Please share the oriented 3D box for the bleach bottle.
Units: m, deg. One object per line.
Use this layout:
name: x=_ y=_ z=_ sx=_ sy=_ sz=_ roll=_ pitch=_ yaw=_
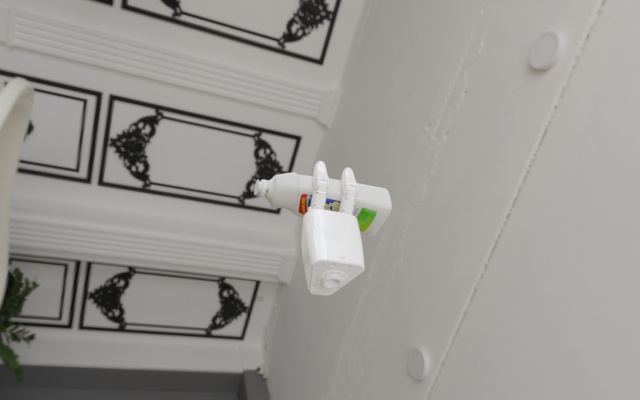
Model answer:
bleach bottle: x=0.000 y=0.003 z=0.888 sx=0.251 sy=0.068 sz=0.103 roll=10 pitch=-44 yaw=-20
